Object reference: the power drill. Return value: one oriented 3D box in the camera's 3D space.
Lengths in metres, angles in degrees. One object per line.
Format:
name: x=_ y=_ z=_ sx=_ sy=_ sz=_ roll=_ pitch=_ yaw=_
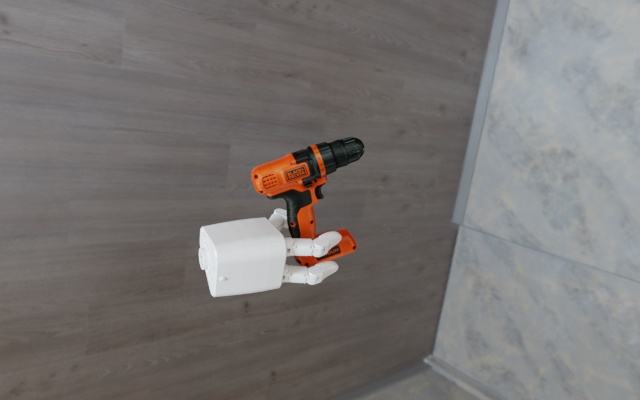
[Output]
power drill: x=0.000 y=0.003 z=0.774 sx=0.184 sy=0.188 sz=0.057 roll=-19 pitch=20 yaw=-5
